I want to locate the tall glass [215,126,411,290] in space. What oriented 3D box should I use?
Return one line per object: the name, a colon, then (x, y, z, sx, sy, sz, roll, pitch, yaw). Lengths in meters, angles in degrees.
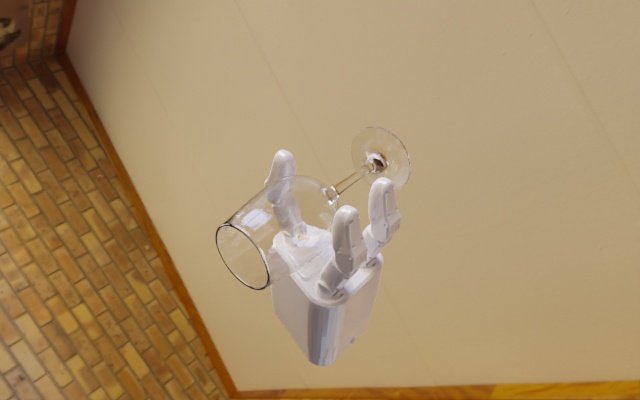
tall glass: (0.000, 0.001, 0.442, 0.079, 0.079, 0.201, 0, 26, 45)
